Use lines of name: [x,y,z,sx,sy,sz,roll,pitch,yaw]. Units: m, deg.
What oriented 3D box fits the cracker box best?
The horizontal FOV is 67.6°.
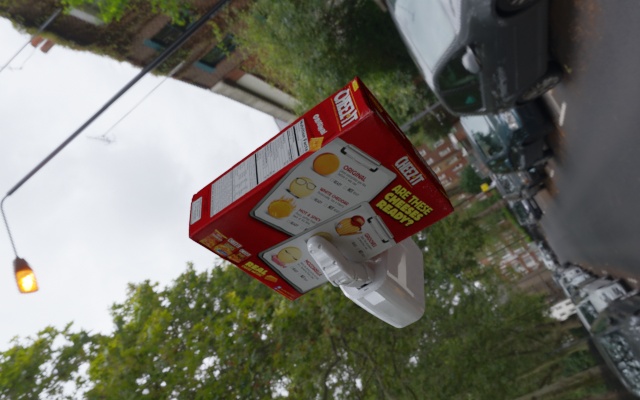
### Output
cracker box: [0.000,0.002,0.490,0.214,0.072,0.164,-33,-48,19]
